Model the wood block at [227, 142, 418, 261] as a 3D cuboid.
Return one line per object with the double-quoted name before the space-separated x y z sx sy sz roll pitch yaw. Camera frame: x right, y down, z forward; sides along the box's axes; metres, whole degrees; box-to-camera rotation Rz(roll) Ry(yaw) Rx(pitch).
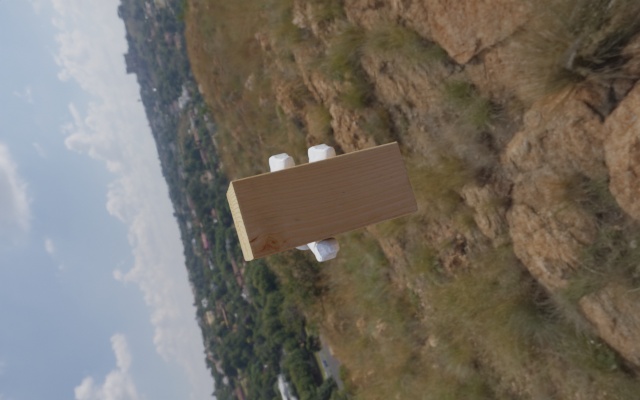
"wood block" 0.000 0.002 0.587 0.206 0.091 0.090 -15 -5 -16
